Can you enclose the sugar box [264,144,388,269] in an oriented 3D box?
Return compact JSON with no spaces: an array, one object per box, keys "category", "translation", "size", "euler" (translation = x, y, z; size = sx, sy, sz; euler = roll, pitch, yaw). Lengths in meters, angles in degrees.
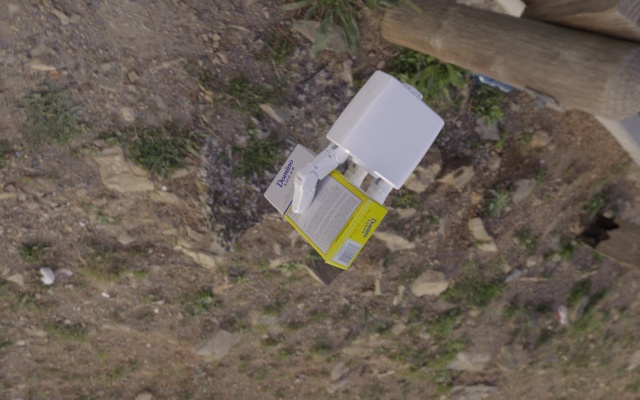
[{"category":"sugar box","translation":[0.001,0.002,0.626],"size":[0.048,0.093,0.176],"euler":[29,10,-40]}]
